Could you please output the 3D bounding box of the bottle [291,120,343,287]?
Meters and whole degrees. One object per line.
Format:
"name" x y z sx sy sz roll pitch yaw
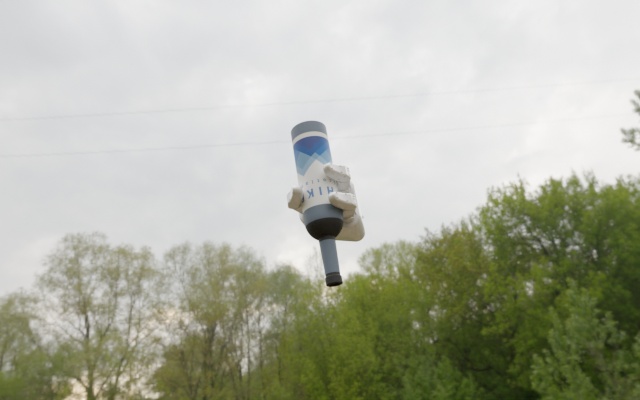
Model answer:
"bottle" 0.000 0.002 0.825 0.069 0.295 0.069 -8 -24 -4
